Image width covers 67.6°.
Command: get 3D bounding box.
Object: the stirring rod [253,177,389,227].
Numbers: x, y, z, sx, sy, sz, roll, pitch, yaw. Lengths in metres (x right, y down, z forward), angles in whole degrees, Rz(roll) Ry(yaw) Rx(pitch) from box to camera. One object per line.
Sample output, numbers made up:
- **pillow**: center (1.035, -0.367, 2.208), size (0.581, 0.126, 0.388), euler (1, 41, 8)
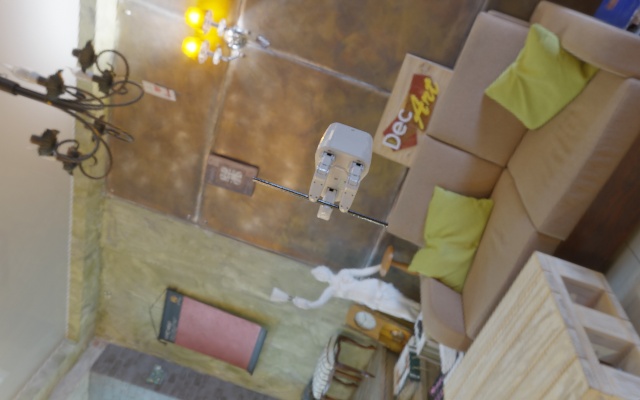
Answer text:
- **stirring rod**: center (0.000, 0.003, 0.808), size (0.239, 0.011, 0.011), euler (19, 0, 0)
